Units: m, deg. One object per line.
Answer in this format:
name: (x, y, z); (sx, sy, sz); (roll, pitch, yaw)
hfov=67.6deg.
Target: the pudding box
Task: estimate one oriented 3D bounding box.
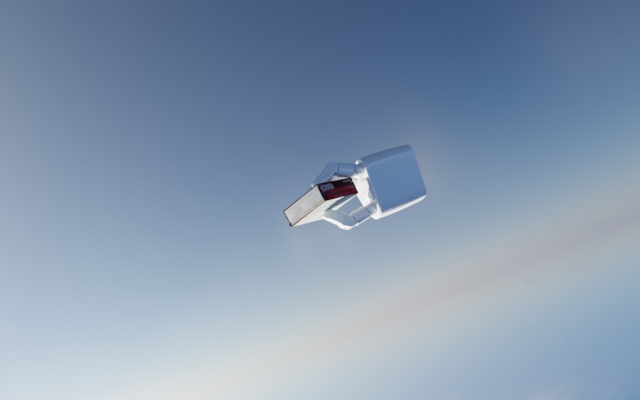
pudding box: (0.000, 0.003, 0.864); (0.090, 0.039, 0.113); (-12, -20, -44)
